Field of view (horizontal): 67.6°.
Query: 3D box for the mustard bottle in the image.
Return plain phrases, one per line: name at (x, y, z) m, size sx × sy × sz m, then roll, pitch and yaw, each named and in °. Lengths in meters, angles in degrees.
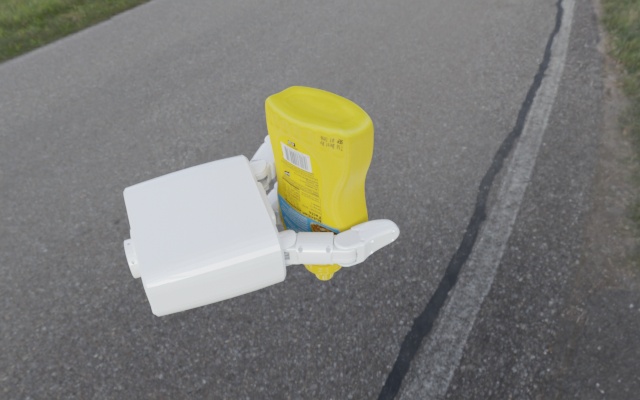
mustard bottle at (0.000, 0.001, 0.429) m, size 0.096 × 0.192 × 0.058 m, roll 29°, pitch 48°, yaw 34°
